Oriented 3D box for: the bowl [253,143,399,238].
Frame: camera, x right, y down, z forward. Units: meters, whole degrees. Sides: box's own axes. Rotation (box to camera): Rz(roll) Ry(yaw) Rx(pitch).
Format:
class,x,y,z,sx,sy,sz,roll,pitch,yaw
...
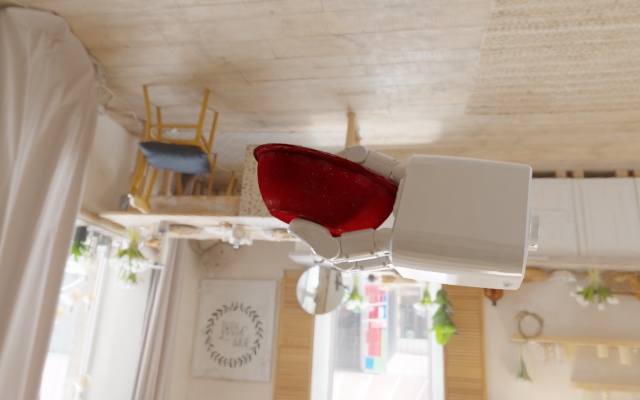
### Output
class,x,y,z,sx,sy,sz,roll,pitch,yaw
bowl,-0.001,0.002,0.481,0.162,0.055,0.162,18,-12,4
